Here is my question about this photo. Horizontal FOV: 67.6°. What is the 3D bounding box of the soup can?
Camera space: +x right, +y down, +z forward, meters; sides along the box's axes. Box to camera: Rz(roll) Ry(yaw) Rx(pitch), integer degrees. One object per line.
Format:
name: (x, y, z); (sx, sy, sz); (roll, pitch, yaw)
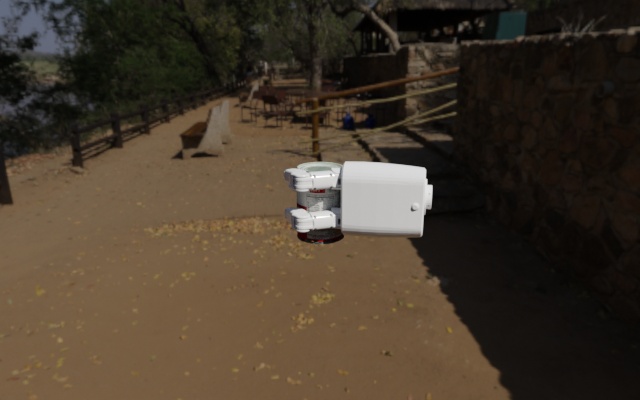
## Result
soup can: (0.000, 0.002, 0.670); (0.068, 0.102, 0.068); (0, 17, 0)
